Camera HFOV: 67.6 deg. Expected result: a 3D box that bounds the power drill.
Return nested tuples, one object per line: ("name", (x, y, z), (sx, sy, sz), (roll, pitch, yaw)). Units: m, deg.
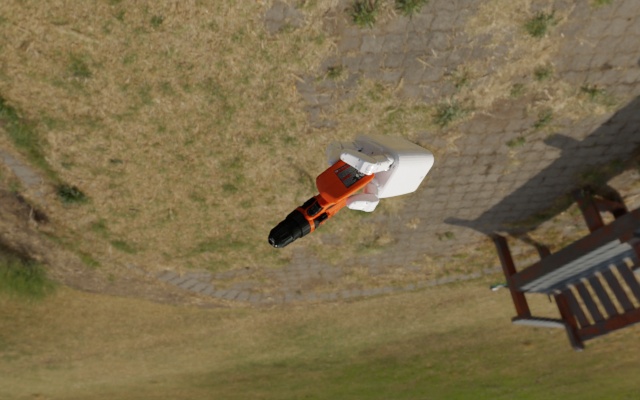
("power drill", (0.001, 0.002, 0.827), (0.184, 0.057, 0.188), (-36, -5, -30))
